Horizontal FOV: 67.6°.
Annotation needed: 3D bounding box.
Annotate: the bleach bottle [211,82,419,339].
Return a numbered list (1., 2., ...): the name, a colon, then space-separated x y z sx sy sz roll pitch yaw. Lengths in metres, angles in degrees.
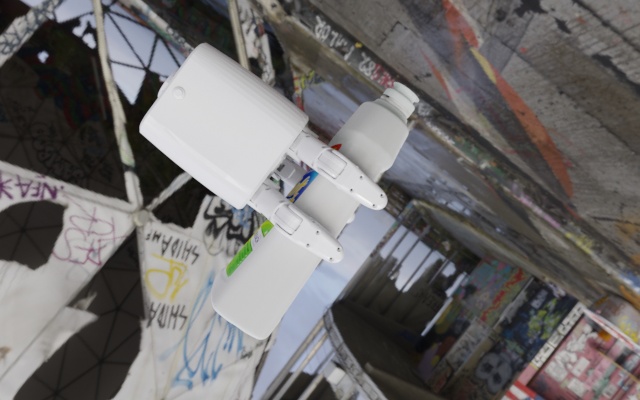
1. bleach bottle: 0.000 0.002 0.440 0.068 0.251 0.102 37 2 -10
